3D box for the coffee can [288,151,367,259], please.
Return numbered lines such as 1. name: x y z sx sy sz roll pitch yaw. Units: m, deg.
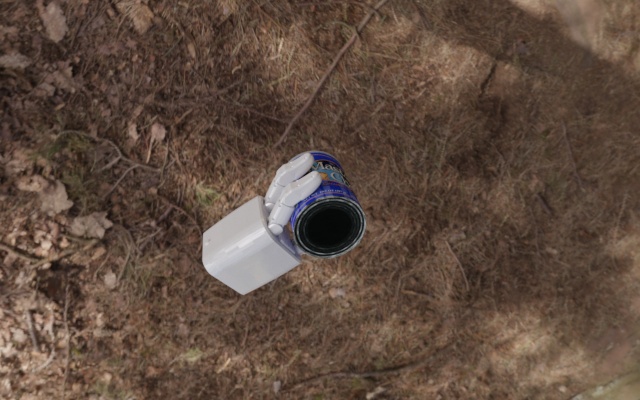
1. coffee can: 0.000 0.002 0.702 0.103 0.103 0.140 0 31 -13
